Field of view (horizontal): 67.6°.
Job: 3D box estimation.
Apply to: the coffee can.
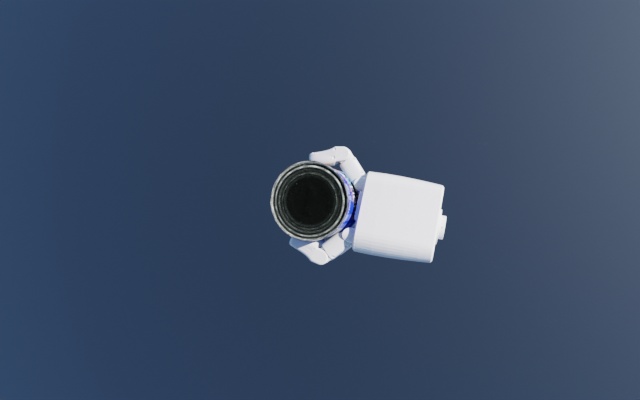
[{"bbox_3d":[0.000,0.002,0.670,0.103,0.103,0.140,0,-1,12],"label":"coffee can"}]
